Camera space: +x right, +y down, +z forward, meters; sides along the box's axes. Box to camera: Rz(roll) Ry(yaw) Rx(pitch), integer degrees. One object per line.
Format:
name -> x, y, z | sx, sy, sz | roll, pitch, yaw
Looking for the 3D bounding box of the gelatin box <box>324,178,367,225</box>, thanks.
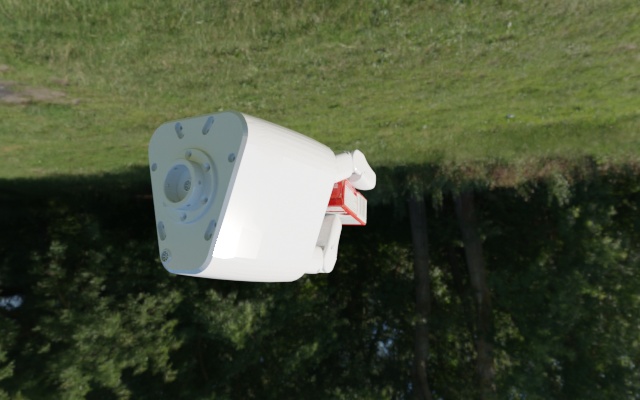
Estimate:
gelatin box -> 0.000, 0.002, 0.470 | 0.073, 0.030, 0.089 | 0, -14, 19
